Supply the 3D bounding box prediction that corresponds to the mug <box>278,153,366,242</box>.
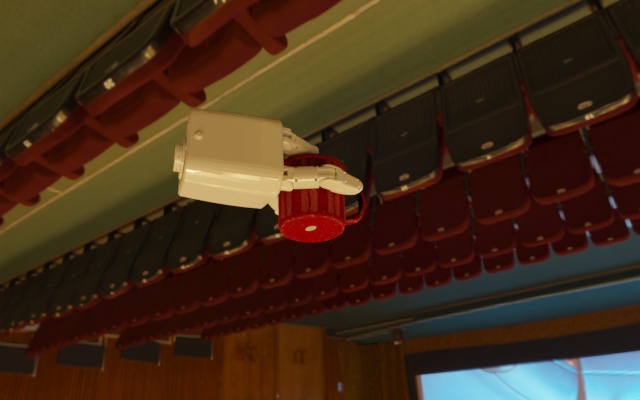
[{"bbox_3d":[0.001,0.002,0.595,0.117,0.081,0.093,7,-29,-17],"label":"mug"}]
